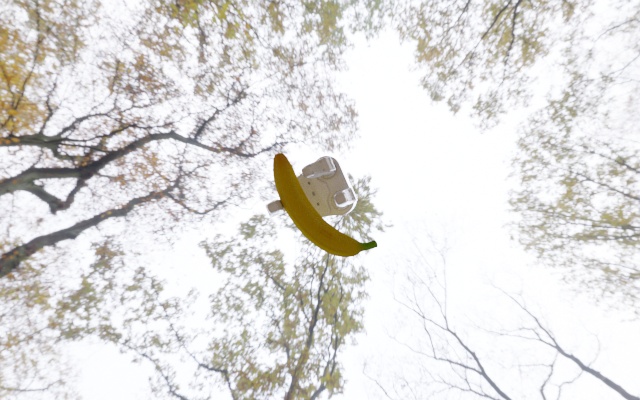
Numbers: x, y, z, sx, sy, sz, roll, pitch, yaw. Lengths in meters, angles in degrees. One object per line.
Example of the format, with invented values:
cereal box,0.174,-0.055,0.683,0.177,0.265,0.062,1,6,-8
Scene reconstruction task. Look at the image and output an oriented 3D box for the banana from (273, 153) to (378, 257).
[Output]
banana,-0.010,0.018,0.690,0.198,0.069,0.037,43,12,8
